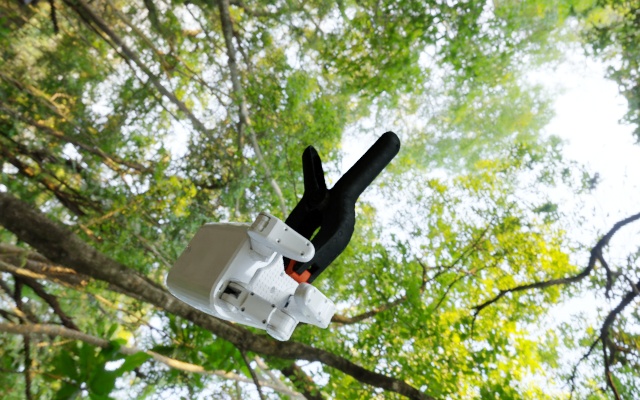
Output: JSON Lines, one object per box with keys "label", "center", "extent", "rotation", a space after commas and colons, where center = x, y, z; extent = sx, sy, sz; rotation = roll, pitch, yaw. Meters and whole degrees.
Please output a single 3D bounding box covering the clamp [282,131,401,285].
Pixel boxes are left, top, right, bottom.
{"label": "clamp", "center": [0.000, 0.002, 0.474], "extent": [0.120, 0.171, 0.039], "rotation": [1, -37, 51]}
